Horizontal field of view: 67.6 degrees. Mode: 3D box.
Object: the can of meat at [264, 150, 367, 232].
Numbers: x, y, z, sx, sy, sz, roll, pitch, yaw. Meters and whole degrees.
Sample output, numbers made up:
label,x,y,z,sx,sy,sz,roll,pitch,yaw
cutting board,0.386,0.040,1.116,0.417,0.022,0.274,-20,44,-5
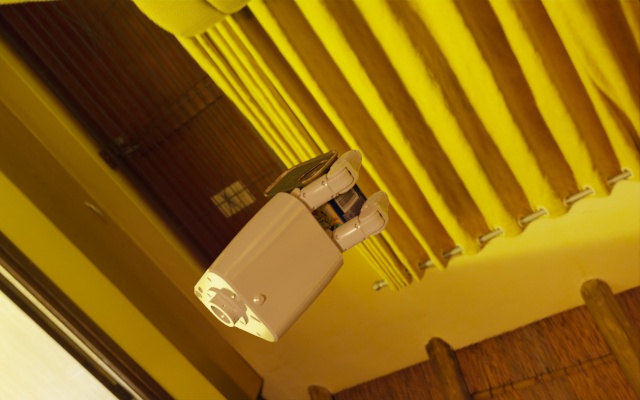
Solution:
label,x,y,z,sx,sy,sz,roll,pitch,yaw
can of meat,0.000,0.002,0.526,0.102,0.084,0.057,-16,26,50
